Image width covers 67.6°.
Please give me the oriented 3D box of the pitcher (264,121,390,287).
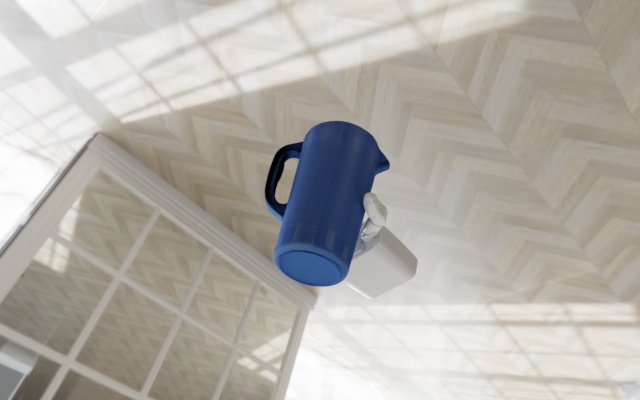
[{"bbox_3d":[0.000,0.002,0.733,0.145,0.242,0.149,39,-43,-27],"label":"pitcher"}]
